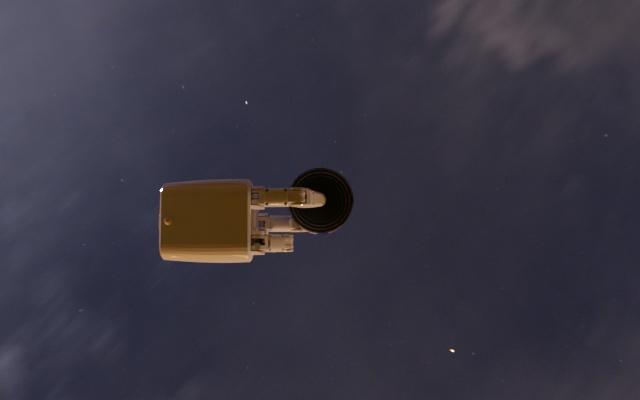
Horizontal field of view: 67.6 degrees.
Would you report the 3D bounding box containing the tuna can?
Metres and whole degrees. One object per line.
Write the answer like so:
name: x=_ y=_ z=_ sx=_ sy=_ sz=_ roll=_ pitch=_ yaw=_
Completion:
tuna can: x=0.000 y=0.002 z=0.631 sx=0.086 sy=0.086 sz=0.034 roll=0 pitch=-9 yaw=0
